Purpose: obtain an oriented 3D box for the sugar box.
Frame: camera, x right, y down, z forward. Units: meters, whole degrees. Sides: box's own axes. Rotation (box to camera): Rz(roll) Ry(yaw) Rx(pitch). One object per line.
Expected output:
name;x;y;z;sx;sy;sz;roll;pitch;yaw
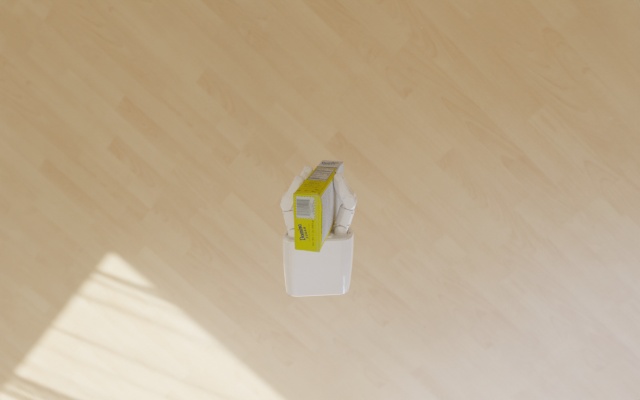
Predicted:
sugar box;0.000;0.003;0.767;0.048;0.093;0.176;4;21;10
